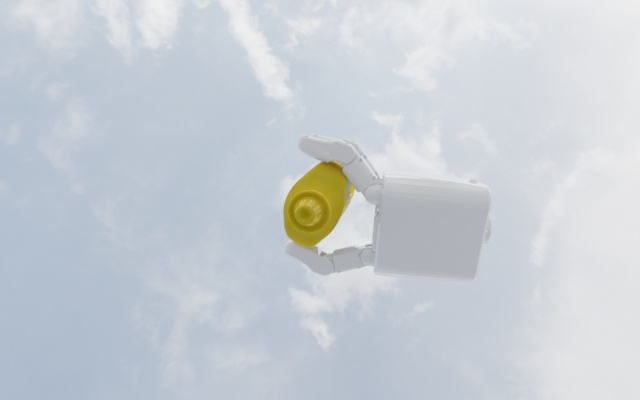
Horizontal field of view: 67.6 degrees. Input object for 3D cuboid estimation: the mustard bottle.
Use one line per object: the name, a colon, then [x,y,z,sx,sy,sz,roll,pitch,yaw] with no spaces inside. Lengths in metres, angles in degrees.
mustard bottle: [0.000,0.002,0.522,0.058,0.096,0.191,29,10,3]
